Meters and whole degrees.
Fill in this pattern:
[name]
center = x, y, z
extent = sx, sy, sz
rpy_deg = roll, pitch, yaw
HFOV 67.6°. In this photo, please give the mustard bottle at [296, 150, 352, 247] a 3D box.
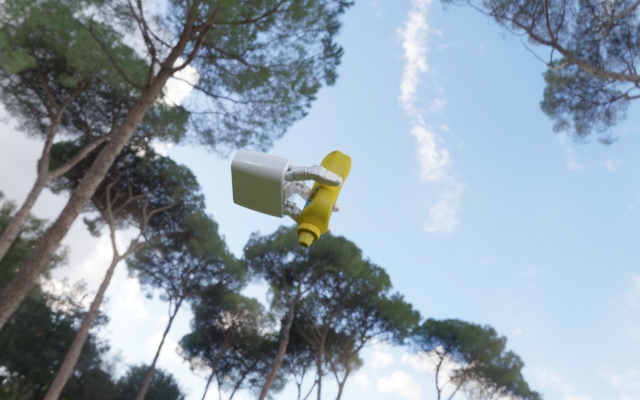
[mustard bottle]
center = 0.001, 0.003, 0.877
extent = 0.058, 0.191, 0.096
rpy_deg = 28, -34, -8
